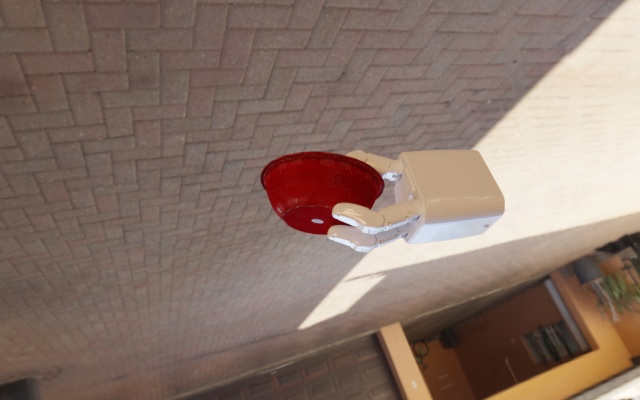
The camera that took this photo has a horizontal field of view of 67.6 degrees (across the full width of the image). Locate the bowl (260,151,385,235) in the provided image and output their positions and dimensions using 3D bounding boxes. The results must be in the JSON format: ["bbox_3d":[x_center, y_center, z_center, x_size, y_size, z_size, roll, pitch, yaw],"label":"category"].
[{"bbox_3d":[-0.001,0.002,0.610,0.162,0.055,0.162,4,-26,2],"label":"bowl"}]
